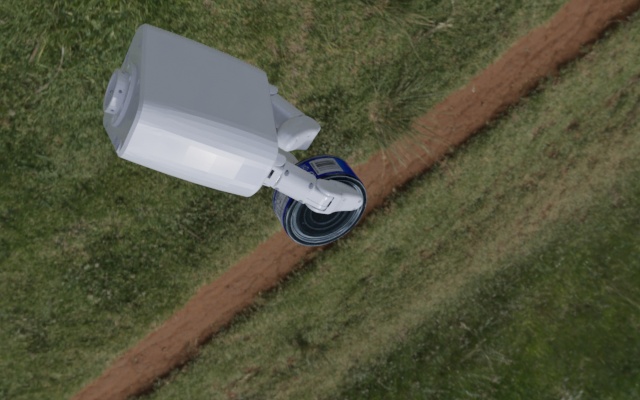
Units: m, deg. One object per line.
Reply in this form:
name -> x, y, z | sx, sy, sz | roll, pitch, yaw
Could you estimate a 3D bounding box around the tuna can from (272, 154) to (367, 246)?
tuna can -> 0.000, 0.002, 0.450 | 0.086, 0.086, 0.033 | 0, 37, -30
